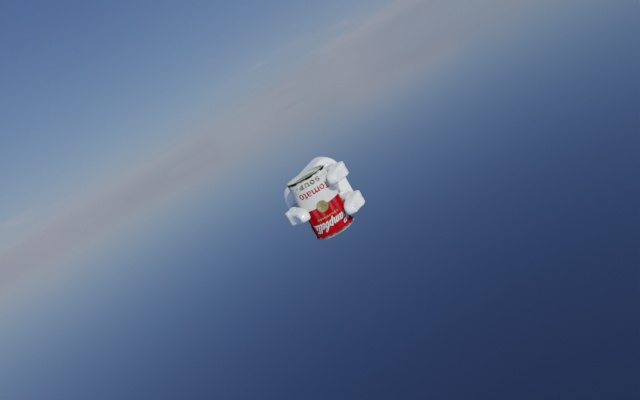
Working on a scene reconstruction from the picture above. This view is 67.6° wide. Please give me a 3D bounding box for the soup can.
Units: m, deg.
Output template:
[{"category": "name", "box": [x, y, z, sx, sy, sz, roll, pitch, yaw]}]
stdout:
[{"category": "soup can", "box": [0.000, 0.002, 0.760, 0.068, 0.102, 0.068, -29, 12, 6]}]
